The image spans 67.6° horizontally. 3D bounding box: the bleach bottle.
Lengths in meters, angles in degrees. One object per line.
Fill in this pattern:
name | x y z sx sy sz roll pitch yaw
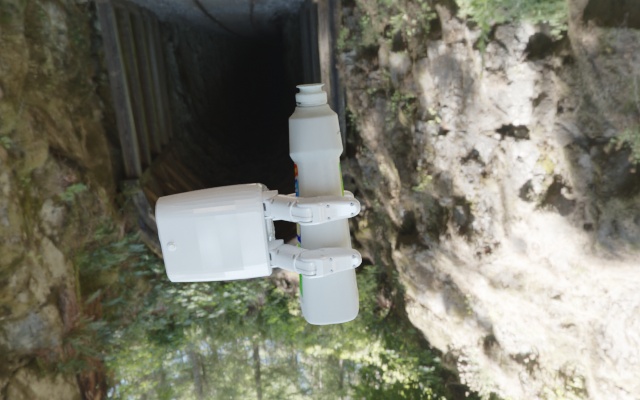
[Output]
bleach bottle | 0.000 0.002 0.520 0.068 0.251 0.102 -6 18 -2
